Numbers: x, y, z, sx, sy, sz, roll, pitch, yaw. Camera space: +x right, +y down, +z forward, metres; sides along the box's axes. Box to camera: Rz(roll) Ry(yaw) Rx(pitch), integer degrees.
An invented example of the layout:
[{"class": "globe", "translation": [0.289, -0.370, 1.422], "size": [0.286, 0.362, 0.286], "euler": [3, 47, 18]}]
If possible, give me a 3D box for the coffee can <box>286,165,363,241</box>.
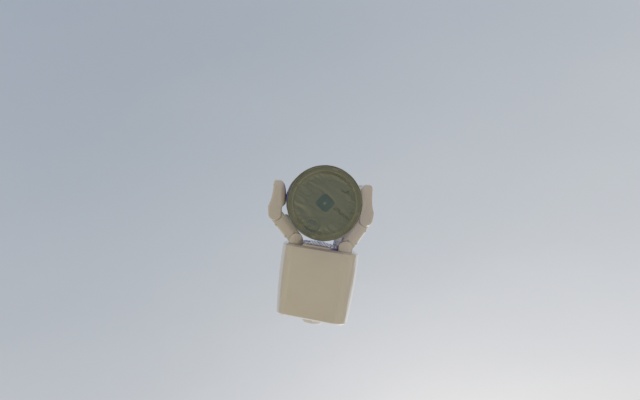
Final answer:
[{"class": "coffee can", "translation": [0.000, 0.002, 0.707], "size": [0.103, 0.103, 0.140], "euler": [0, 1, -5]}]
